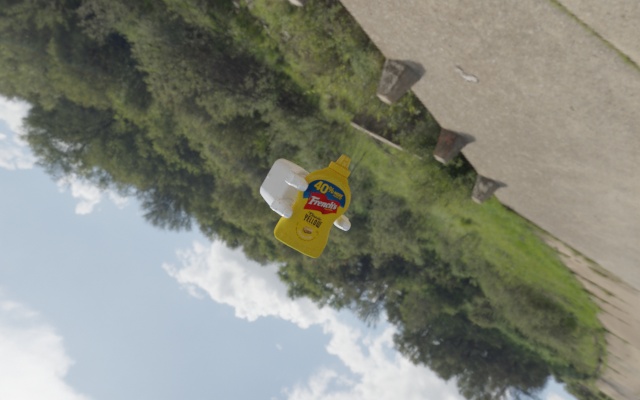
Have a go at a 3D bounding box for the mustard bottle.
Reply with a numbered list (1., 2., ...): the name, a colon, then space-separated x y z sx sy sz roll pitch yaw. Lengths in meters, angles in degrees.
1. mustard bottle: 0.000 0.003 0.875 0.096 0.191 0.058 29 5 -10
